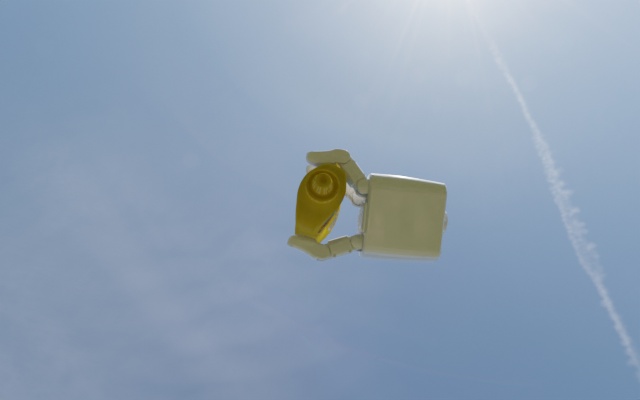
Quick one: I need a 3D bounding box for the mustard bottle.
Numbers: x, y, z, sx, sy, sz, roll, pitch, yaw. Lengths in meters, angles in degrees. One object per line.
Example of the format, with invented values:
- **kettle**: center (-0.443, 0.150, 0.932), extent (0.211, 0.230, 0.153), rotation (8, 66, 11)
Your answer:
- **mustard bottle**: center (0.000, 0.002, 0.646), extent (0.058, 0.096, 0.192), rotation (29, -15, 5)
